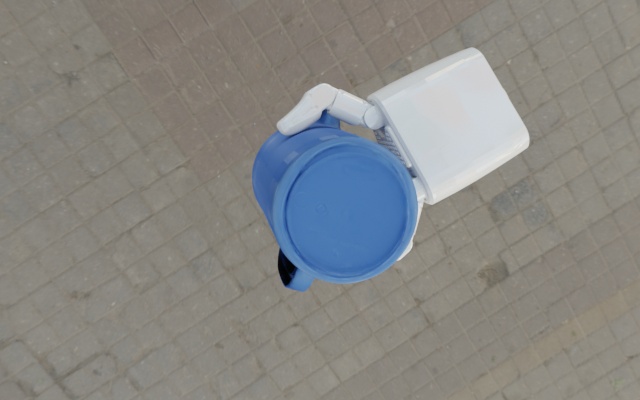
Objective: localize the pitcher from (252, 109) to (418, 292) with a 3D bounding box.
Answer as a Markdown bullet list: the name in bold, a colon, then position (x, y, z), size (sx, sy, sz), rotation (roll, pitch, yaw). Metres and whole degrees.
- **pitcher**: position (0.000, 0.001, 0.452), size (0.145, 0.149, 0.243), rotation (-27, 12, -3)
